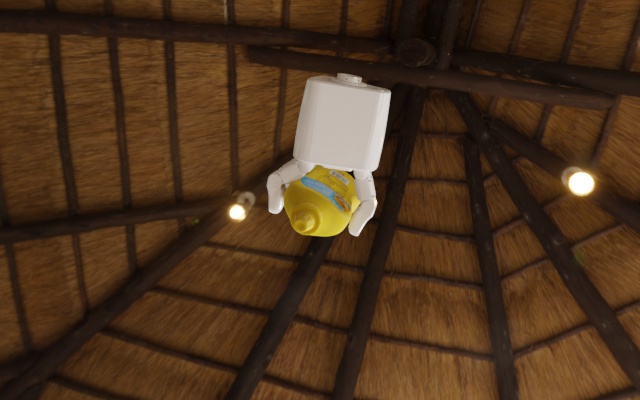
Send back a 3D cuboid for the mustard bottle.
[{"bbox_3d":[0.000,0.002,0.667,0.096,0.058,0.191,36,22,2],"label":"mustard bottle"}]
